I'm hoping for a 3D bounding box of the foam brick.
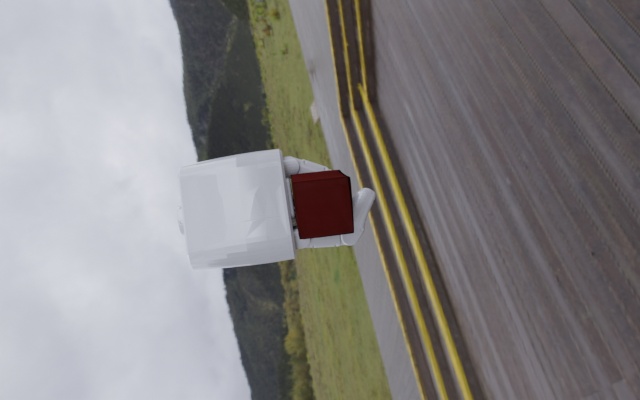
[{"bbox_3d":[0.000,0.001,0.454,0.051,0.053,0.078,-6,8,-4],"label":"foam brick"}]
